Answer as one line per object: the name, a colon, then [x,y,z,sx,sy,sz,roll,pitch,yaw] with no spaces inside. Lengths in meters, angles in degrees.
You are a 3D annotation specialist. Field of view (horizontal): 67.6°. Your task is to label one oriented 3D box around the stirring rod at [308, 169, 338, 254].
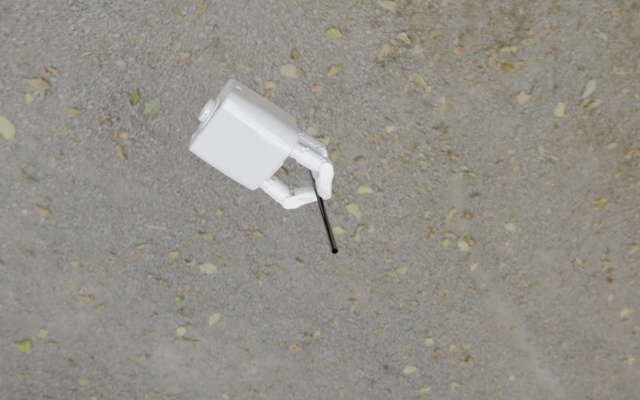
stirring rod: [0.000,0.002,0.657,0.011,0.011,0.239,0,28,-9]
